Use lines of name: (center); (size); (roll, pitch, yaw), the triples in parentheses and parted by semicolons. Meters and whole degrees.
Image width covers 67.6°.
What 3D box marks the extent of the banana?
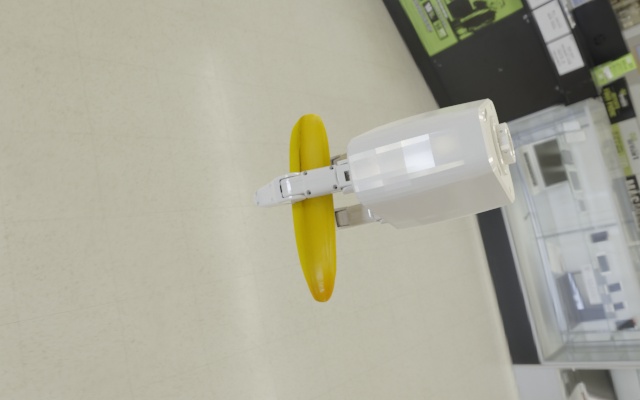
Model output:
banana: (-0.005, -0.010, 0.440); (0.037, 0.197, 0.070); (-10, -29, 12)
